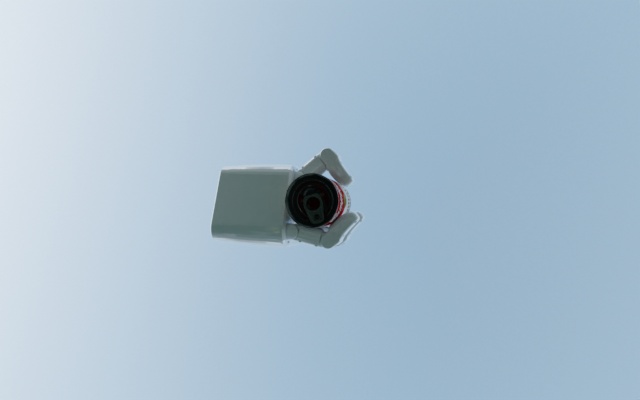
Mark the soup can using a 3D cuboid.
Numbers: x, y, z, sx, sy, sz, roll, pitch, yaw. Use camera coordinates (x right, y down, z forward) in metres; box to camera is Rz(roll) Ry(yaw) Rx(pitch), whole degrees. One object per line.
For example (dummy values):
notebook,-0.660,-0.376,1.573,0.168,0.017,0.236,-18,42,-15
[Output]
soup can,0.001,0.002,0.632,0.068,0.068,0.102,0,-2,13
